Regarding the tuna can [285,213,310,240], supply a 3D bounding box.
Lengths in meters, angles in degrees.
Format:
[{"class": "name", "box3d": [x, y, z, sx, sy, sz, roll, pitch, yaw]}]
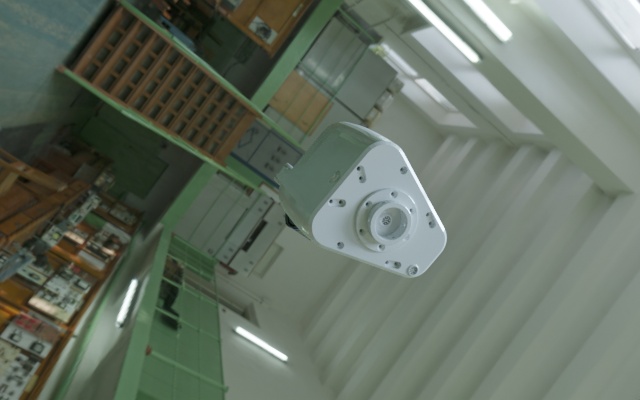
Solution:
[{"class": "tuna can", "box3d": [0.000, 0.002, 0.533, 0.034, 0.086, 0.086, 36, -16, -23]}]
